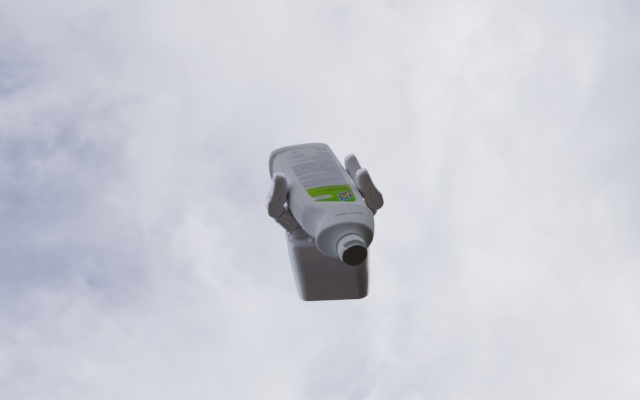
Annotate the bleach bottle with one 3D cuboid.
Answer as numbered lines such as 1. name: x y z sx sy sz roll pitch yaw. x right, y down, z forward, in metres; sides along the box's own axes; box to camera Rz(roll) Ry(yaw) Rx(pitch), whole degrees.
1. bleach bottle: 0.000 0.002 0.618 0.102 0.068 0.250 -11 30 -9
